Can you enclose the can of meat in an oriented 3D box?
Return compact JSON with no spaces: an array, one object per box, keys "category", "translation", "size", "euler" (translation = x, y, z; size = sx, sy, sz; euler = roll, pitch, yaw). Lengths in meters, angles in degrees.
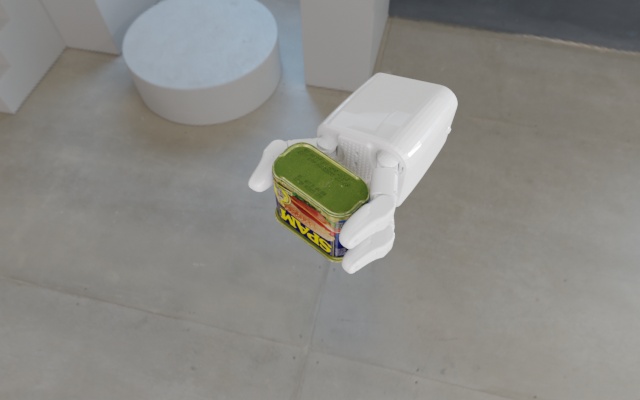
[{"category":"can of meat","translation":[0.000,0.001,0.475],"size":[0.102,0.057,0.084],"euler":[35,-27,21]}]
